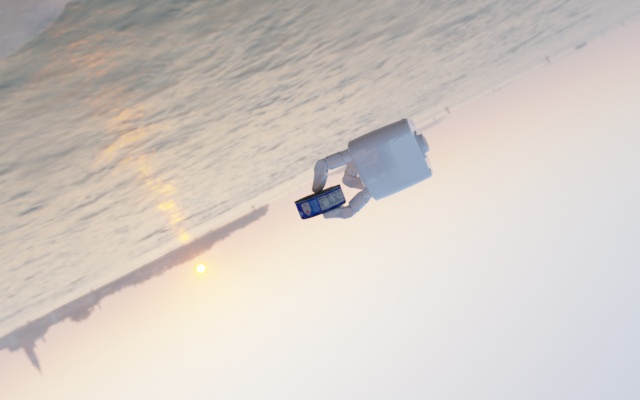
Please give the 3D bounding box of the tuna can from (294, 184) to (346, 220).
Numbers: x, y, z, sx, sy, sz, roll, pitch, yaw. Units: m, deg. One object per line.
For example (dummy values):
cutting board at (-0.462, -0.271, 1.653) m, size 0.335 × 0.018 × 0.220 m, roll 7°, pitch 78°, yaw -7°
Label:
tuna can at (0.000, 0.003, 0.820) m, size 0.086 × 0.034 × 0.086 m, roll -21°, pitch 4°, yaw 2°
